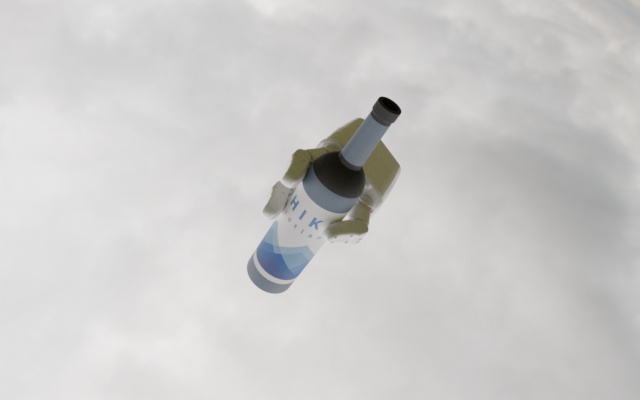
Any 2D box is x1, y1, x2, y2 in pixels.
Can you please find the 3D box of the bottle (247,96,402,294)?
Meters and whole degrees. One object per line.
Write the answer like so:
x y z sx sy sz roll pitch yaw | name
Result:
0.000 0.002 0.560 0.069 0.069 0.296 0 -41 -39 | bottle
